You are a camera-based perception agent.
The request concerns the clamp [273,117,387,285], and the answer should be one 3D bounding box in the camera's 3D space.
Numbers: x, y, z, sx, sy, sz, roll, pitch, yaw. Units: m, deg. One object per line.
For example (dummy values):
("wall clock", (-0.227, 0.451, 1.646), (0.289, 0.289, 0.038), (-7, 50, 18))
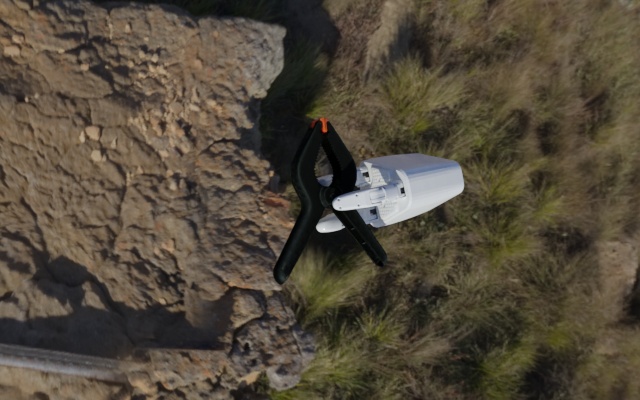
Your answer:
("clamp", (0.001, 0.001, 0.609), (0.164, 0.210, 0.036), (-13, 3, -30))
